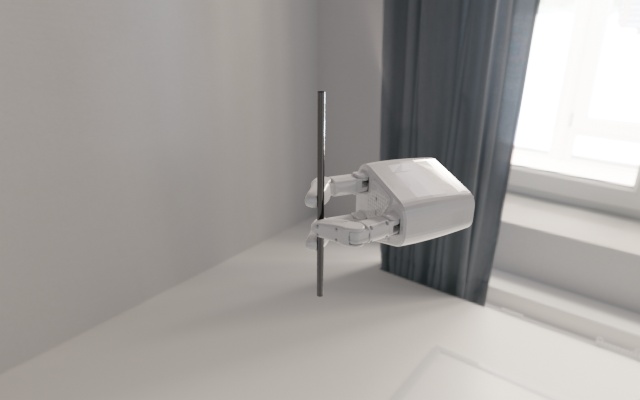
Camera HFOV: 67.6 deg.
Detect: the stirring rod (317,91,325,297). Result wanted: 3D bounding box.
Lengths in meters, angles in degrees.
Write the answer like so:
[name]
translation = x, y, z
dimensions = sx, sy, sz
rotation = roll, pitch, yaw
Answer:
[stirring rod]
translation = 0.000, 0.002, 0.527
dimensions = 0.011, 0.240, 0.011
rotation = 0, 22, 0
